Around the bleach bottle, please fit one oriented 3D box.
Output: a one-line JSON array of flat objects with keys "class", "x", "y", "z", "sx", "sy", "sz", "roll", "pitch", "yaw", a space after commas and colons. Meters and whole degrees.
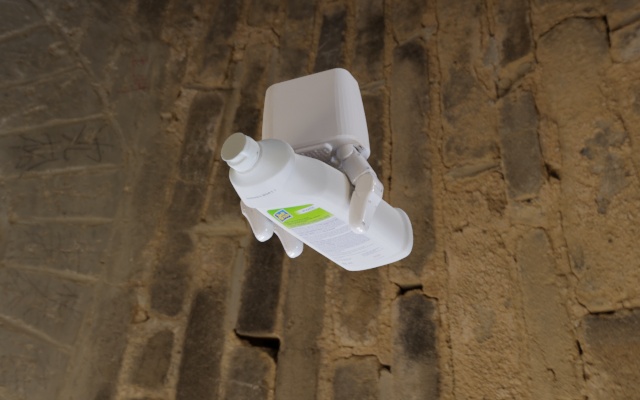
[{"class": "bleach bottle", "x": 0.000, "y": 0.002, "z": 0.500, "sx": 0.102, "sy": 0.068, "sz": 0.251, "roll": -21, "pitch": -35, "yaw": 26}]
